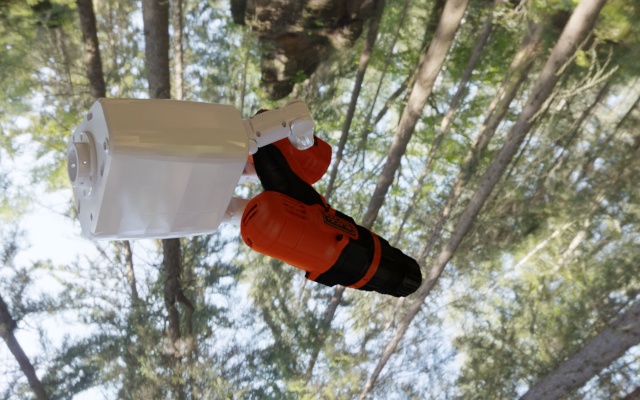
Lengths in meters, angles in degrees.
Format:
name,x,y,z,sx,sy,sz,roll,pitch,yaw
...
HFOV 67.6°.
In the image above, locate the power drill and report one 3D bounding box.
name,x,y,z,sx,sy,sz,roll,pitch,yaw
power drill,0.000,0.001,0.442,0.184,0.057,0.187,27,23,-35
